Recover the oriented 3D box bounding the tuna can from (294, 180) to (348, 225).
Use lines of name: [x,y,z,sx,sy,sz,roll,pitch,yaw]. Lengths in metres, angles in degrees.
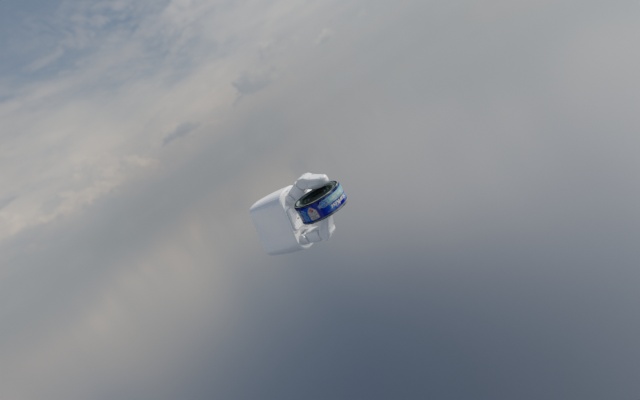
tuna can: [0.000,0.002,0.784,0.086,0.034,0.086,-28,14,8]
